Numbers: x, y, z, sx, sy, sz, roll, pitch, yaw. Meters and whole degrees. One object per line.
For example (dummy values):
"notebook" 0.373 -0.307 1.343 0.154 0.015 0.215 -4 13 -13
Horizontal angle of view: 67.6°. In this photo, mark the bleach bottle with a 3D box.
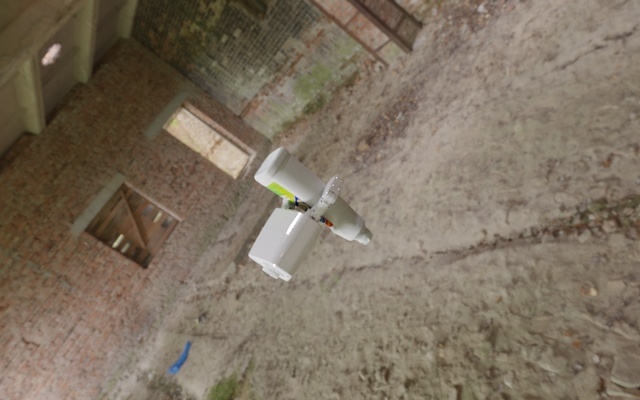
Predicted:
"bleach bottle" 0.000 0.003 0.899 0.251 0.068 0.102 36 -17 -15
